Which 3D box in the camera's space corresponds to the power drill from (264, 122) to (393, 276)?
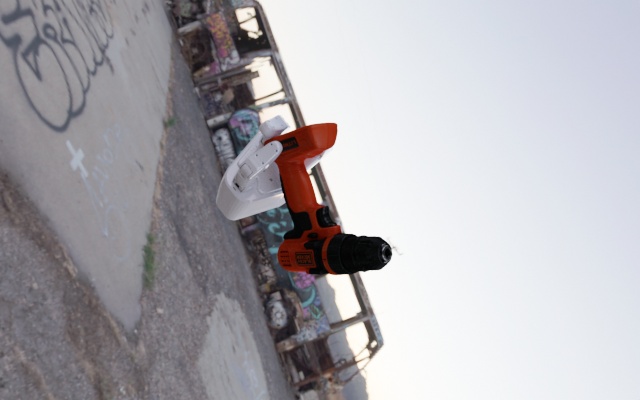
[{"bbox_3d":[0.000,0.002,0.597,0.057,0.187,0.184,-12,2,-45],"label":"power drill"}]
